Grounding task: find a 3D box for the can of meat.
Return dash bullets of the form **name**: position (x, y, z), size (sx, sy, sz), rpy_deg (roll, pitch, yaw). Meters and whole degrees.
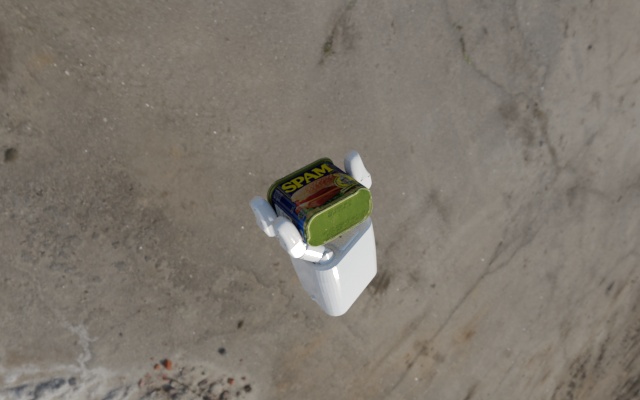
- **can of meat**: position (0.000, 0.002, 0.582), size (0.102, 0.057, 0.084), rpy_deg (-28, 43, -22)
